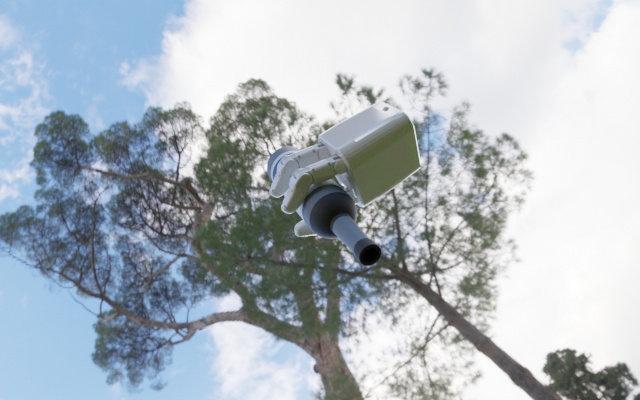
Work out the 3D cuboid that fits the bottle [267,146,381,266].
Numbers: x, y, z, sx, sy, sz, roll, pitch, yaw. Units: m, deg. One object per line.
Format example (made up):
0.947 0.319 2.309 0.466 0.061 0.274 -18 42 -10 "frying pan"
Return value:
0.000 0.002 0.645 0.069 0.069 0.295 0 23 -24 "bottle"
